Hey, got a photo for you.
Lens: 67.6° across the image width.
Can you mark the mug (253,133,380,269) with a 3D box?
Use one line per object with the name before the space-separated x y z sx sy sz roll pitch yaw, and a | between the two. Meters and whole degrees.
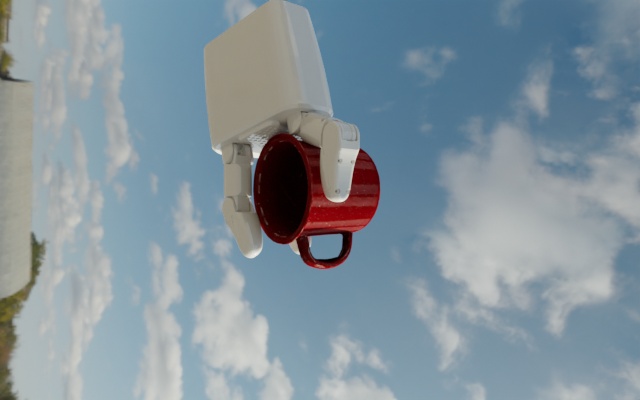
mug | 0.001 0.003 0.419 0.081 0.117 0.093 -1 -16 -36
